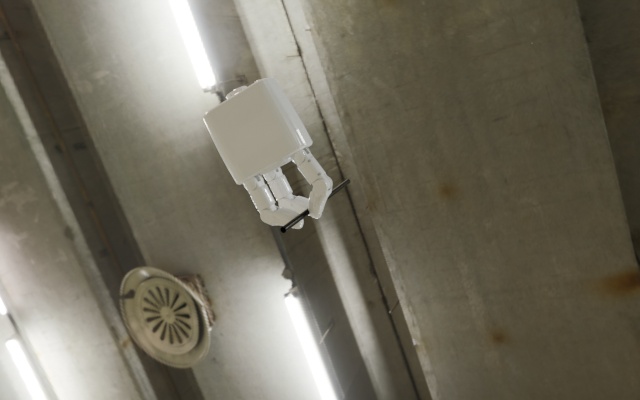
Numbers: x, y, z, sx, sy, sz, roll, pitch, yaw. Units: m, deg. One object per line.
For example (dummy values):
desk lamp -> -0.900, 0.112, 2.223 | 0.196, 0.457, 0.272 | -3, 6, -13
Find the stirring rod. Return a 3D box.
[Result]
stirring rod -> 0.000, 0.002, 0.701 | 0.011, 0.011, 0.239 | 0, 17, 24
